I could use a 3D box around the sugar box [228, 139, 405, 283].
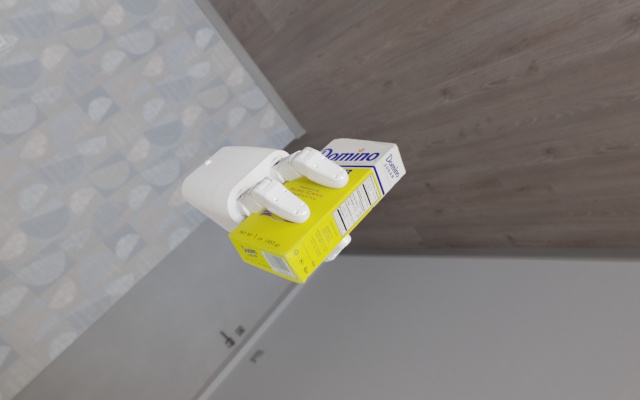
[{"bbox_3d":[0.000,0.001,0.493,0.093,0.048,0.176,12,50,44],"label":"sugar box"}]
